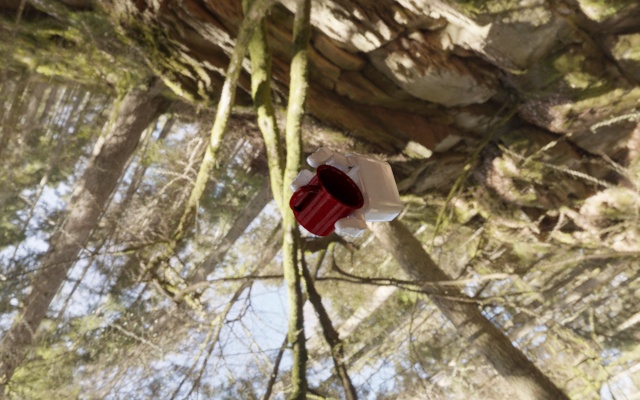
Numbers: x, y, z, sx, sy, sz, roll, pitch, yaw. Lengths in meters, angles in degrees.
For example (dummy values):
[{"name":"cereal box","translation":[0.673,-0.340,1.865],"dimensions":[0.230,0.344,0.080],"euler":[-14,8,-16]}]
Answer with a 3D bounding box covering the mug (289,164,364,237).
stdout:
[{"name":"mug","translation":[-0.001,0.003,0.750],"dimensions":[0.117,0.093,0.081],"euler":[6,-45,-47]}]
